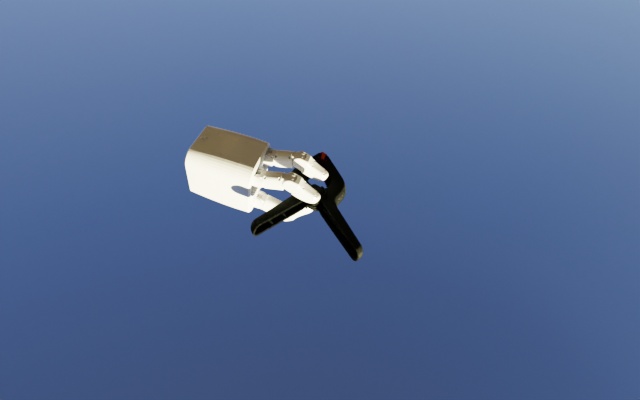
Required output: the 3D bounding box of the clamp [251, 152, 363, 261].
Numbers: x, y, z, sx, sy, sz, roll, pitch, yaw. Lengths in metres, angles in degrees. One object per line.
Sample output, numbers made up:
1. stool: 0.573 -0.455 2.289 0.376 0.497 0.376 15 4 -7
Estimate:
1. clamp: 0.000 0.003 0.745 0.164 0.036 0.209 20 43 -1
